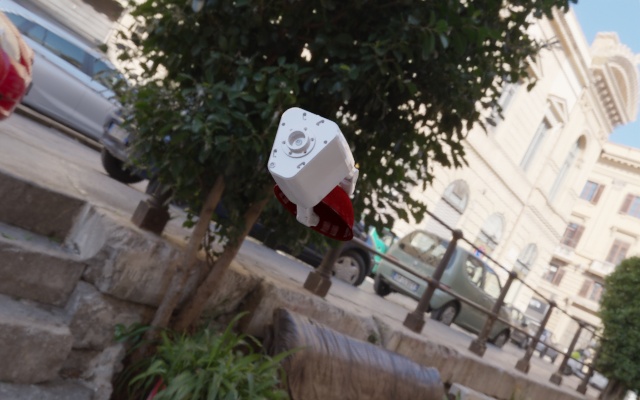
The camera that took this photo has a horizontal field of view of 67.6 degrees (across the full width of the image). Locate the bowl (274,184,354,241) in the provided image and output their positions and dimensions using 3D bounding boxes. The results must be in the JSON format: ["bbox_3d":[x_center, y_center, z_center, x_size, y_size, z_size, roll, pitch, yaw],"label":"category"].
[{"bbox_3d":[0.000,0.003,0.833,0.162,0.055,0.162,29,-20,12],"label":"bowl"}]
